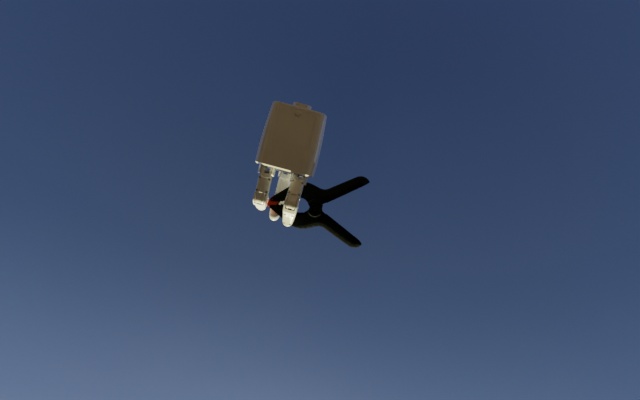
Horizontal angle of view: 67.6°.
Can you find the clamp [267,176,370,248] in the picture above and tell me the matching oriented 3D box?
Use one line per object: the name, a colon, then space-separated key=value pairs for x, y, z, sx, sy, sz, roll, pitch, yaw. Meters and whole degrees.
clamp: x=0.000 y=0.003 z=0.803 sx=0.171 sy=0.120 sz=0.039 roll=15 pitch=4 yaw=0
